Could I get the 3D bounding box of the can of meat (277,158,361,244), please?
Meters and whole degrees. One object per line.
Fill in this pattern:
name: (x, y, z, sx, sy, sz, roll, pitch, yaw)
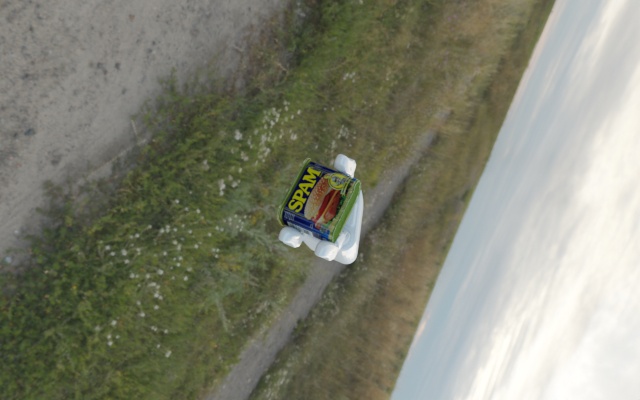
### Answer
can of meat: (0.000, 0.002, 0.673, 0.084, 0.102, 0.057, 22, -19, 14)
